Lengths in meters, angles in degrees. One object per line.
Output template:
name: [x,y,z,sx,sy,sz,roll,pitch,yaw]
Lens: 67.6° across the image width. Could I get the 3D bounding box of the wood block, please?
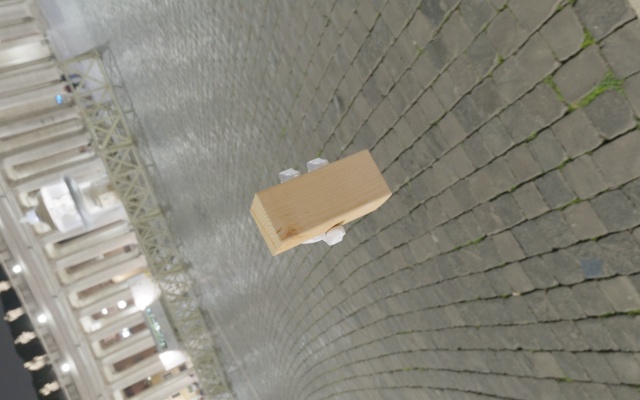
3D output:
wood block: [0.000,0.003,0.792,0.206,0.091,0.090,-23,-12,-21]
